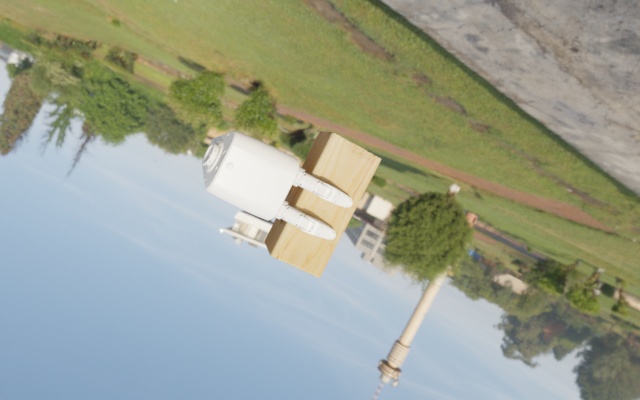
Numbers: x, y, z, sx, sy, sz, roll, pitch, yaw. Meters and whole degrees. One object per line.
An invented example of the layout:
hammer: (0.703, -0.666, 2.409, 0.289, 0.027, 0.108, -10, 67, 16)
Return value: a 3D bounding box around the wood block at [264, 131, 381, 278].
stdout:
wood block: (0.000, 0.002, 0.759, 0.090, 0.206, 0.091, 26, 3, -16)
